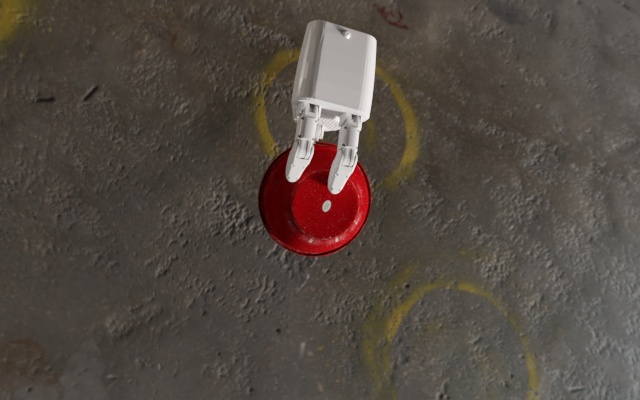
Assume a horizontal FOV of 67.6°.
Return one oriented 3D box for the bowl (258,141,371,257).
[{"bbox_3d":[0.000,0.003,0.638,0.162,0.162,0.055,0,7,-14],"label":"bowl"}]
